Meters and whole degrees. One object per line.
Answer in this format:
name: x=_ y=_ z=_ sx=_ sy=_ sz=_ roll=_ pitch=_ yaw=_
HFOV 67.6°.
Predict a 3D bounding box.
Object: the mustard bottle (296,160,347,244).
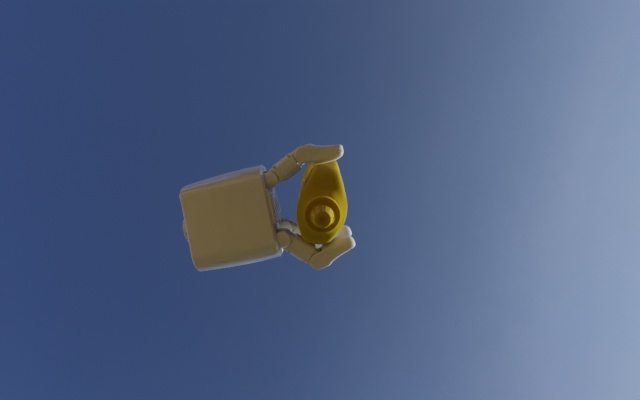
mustard bottle: x=0.000 y=0.002 z=0.594 sx=0.058 sy=0.096 sz=0.191 roll=11 pitch=11 yaw=-3
